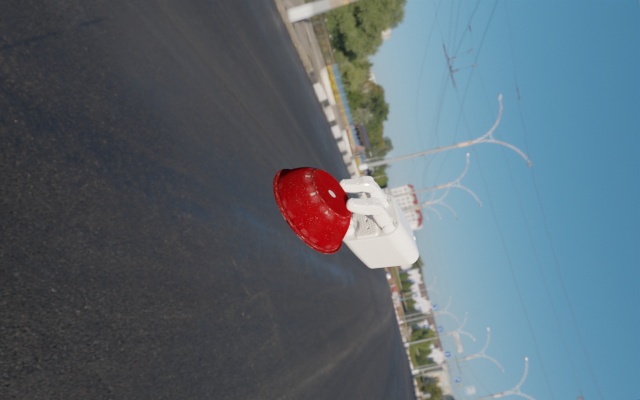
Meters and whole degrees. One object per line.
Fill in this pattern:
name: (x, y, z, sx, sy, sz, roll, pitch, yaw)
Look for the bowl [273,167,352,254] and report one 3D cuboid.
bowl: (0.000, 0.002, 0.764, 0.055, 0.162, 0.162, -36, -18, 26)
